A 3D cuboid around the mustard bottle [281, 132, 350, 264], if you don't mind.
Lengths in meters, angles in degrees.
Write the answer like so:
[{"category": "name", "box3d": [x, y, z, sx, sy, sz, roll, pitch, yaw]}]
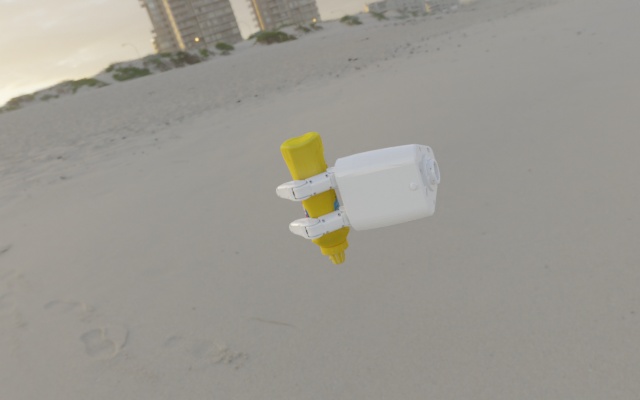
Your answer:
[{"category": "mustard bottle", "box3d": [0.000, 0.002, 0.680, 0.058, 0.192, 0.096, -18, 14, 1]}]
